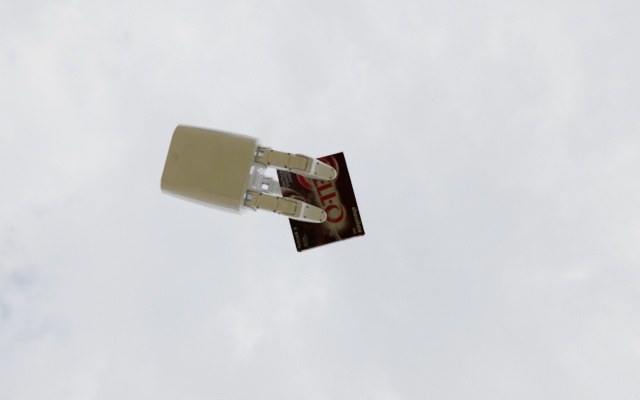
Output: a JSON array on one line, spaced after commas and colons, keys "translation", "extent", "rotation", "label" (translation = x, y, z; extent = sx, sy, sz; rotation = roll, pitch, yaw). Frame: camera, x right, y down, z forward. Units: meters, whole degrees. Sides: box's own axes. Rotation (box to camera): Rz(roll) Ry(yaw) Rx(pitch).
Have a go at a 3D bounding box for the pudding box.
[{"translation": [0.000, 0.002, 0.616], "extent": [0.090, 0.113, 0.039], "rotation": [-15, -5, 0], "label": "pudding box"}]
